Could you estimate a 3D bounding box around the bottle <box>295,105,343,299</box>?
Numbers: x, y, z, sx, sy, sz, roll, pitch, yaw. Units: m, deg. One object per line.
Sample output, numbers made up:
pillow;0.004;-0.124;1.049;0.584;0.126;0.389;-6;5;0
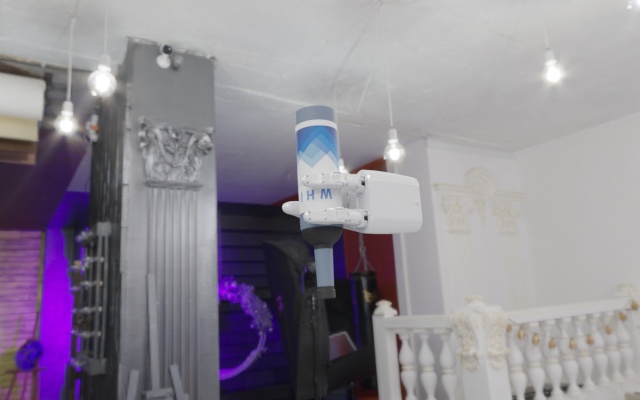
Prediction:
bottle;0.000;0.002;0.742;0.069;0.295;0.069;-3;-12;-1
